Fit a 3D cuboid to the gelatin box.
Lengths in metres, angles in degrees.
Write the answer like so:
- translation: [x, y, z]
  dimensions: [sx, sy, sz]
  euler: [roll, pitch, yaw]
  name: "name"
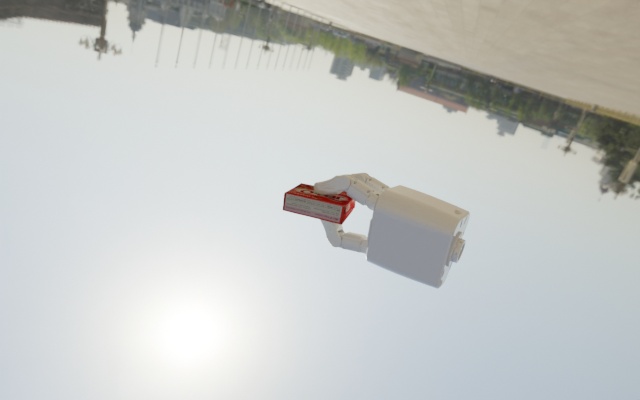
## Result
- translation: [0.000, 0.003, 0.679]
  dimensions: [0.089, 0.030, 0.073]
  euler: [12, 16, 13]
  name: "gelatin box"
